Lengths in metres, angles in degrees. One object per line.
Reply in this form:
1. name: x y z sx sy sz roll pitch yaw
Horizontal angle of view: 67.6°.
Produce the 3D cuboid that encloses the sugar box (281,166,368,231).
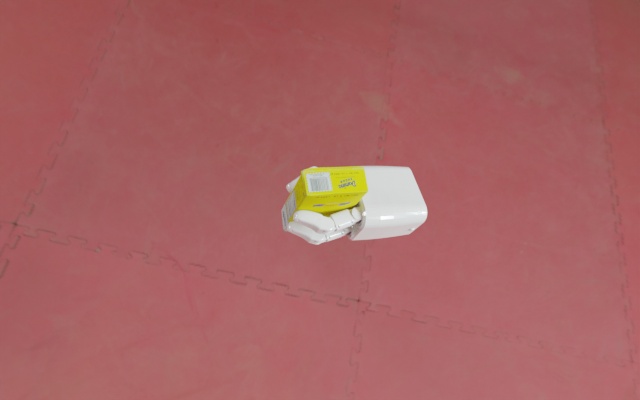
1. sugar box: 0.000 0.003 0.734 0.093 0.048 0.176 -3 -21 -15
